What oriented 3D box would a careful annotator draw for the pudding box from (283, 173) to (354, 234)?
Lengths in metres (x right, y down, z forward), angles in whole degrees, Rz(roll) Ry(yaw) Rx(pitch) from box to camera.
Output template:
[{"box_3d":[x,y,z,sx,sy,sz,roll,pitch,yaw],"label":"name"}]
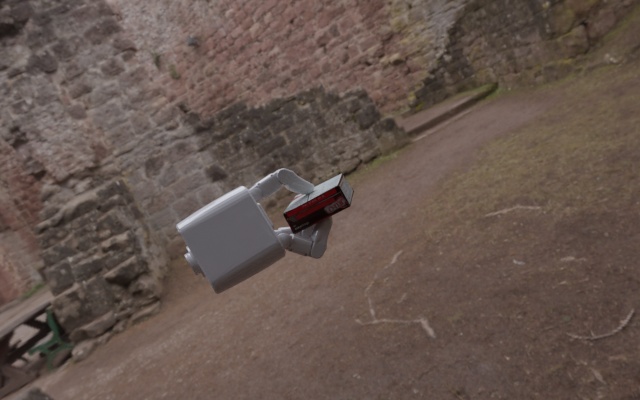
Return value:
[{"box_3d":[0.000,0.002,0.695,0.090,0.039,0.113,-26,10,11],"label":"pudding box"}]
